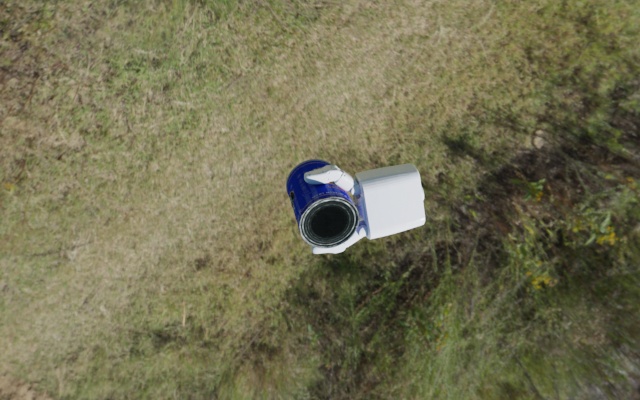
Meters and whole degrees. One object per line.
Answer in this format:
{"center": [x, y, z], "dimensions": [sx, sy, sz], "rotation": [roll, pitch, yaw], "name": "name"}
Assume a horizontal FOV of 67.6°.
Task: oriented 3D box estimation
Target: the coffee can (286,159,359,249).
{"center": [0.000, 0.003, 0.844], "dimensions": [0.103, 0.103, 0.140], "rotation": [0, 31, -14], "name": "coffee can"}
